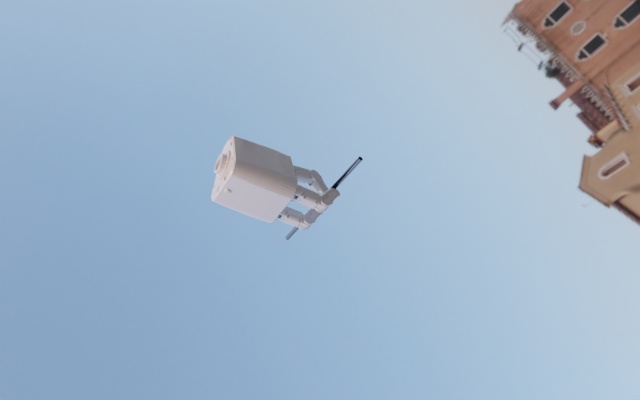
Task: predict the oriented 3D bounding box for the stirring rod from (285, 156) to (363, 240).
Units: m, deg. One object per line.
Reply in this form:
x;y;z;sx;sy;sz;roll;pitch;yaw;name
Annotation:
0.000;0.003;0.825;0.011;0.011;0.240;0;-35;-40;stirring rod
